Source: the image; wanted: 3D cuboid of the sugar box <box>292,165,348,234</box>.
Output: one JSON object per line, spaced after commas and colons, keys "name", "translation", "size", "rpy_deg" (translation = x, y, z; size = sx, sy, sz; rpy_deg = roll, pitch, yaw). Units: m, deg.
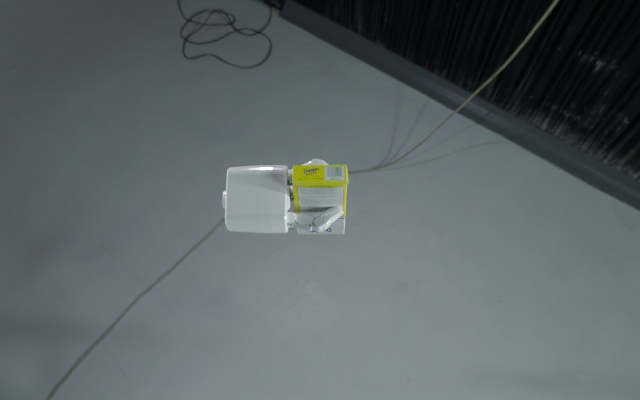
{"name": "sugar box", "translation": [0.000, 0.002, 0.864], "size": [0.093, 0.048, 0.176], "rpy_deg": [0, -30, 0]}
